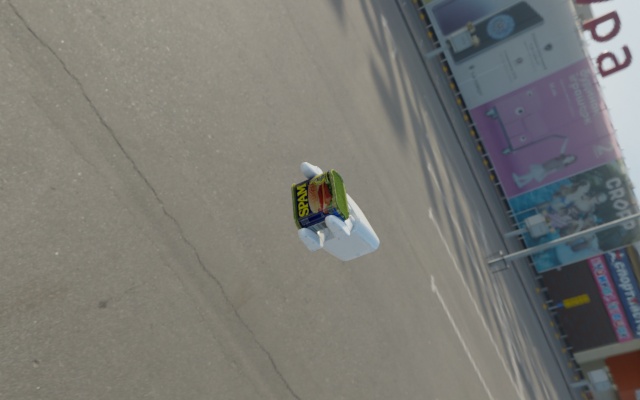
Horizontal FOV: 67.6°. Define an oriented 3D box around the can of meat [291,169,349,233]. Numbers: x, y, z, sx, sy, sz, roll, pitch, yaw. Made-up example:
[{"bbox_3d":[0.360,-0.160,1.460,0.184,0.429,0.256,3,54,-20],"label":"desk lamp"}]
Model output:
[{"bbox_3d":[0.000,0.003,0.845,0.084,0.102,0.057,-22,-39,20],"label":"can of meat"}]
